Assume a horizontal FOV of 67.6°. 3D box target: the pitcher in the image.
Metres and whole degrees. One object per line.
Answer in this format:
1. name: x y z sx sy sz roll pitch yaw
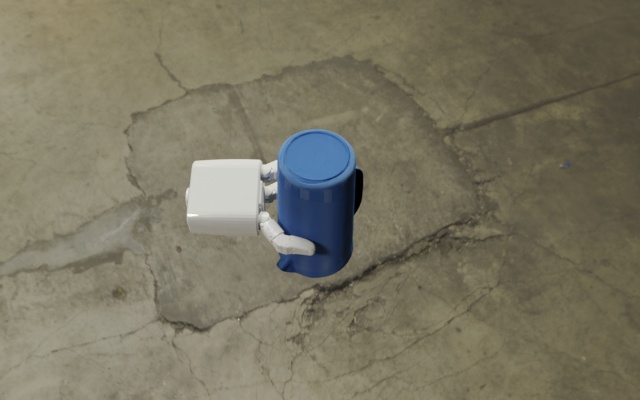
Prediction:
1. pitcher: 0.000 0.002 0.744 0.145 0.149 0.243 2 -36 0
